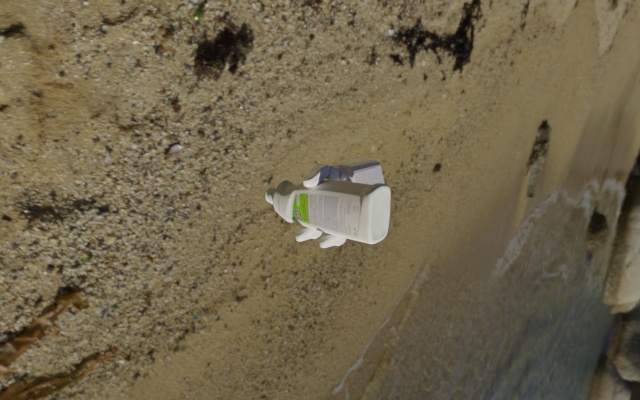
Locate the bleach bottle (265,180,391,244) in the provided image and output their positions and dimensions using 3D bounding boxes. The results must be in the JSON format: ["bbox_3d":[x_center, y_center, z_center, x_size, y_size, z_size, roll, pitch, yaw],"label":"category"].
[{"bbox_3d":[0.000,0.003,0.850,0.251,0.102,0.068,13,19,37],"label":"bleach bottle"}]
